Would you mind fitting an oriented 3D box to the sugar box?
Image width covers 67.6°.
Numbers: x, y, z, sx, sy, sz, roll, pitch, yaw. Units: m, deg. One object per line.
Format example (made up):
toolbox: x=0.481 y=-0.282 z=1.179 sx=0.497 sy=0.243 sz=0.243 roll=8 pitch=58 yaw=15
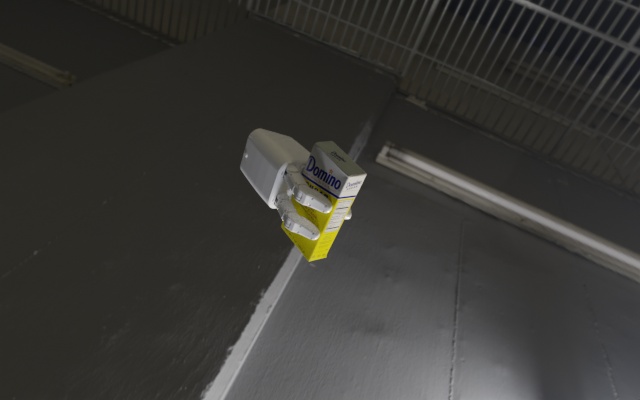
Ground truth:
sugar box: x=0.000 y=0.003 z=0.768 sx=0.048 sy=0.176 sz=0.093 roll=-11 pitch=45 yaw=-39
